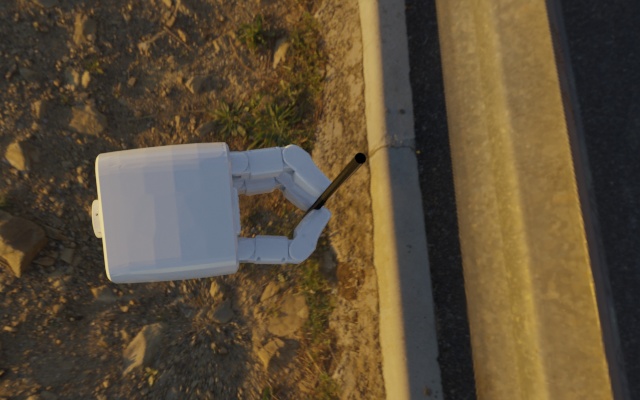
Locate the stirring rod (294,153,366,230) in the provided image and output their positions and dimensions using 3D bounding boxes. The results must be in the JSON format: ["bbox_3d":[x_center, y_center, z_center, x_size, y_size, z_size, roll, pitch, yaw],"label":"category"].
[{"bbox_3d":[0.000,0.001,0.431,0.011,0.011,0.239,0,-14,-13],"label":"stirring rod"}]
